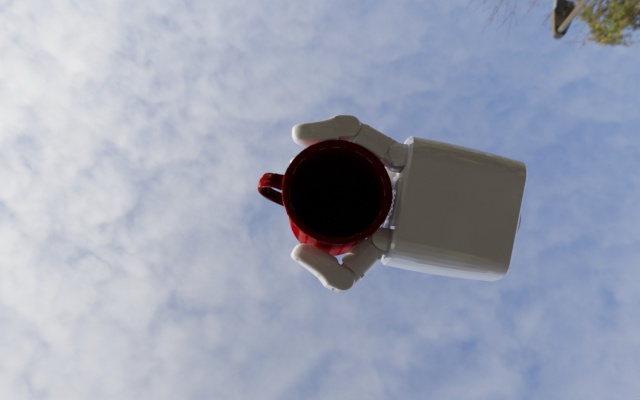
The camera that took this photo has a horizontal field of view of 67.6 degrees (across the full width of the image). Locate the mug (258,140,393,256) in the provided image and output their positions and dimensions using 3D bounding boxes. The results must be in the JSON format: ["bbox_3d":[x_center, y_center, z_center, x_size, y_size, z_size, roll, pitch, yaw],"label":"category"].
[{"bbox_3d":[-0.001,0.001,0.435,0.117,0.093,0.081,12,-19,0],"label":"mug"}]
